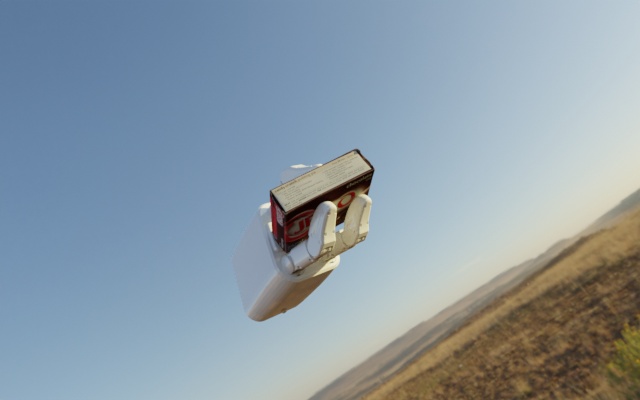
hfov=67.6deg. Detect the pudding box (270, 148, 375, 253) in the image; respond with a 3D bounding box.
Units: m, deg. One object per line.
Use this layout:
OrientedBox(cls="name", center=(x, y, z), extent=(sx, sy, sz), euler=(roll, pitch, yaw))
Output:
OrientedBox(cls="pudding box", center=(0.000, 0.002, 0.526), extent=(0.113, 0.039, 0.090), euler=(-29, -25, -19))
